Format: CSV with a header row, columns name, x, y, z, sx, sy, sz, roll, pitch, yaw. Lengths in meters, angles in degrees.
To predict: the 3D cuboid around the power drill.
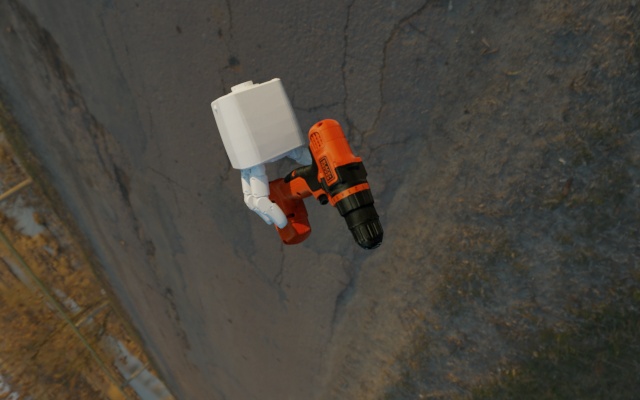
name,x,y,z,sx,sy,sz,roll,pitch,yaw
power drill,0.000,0.002,0.688,0.057,0.184,0.188,-13,-13,-40
